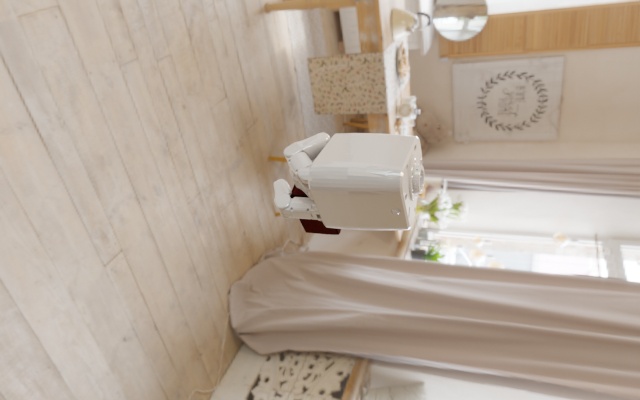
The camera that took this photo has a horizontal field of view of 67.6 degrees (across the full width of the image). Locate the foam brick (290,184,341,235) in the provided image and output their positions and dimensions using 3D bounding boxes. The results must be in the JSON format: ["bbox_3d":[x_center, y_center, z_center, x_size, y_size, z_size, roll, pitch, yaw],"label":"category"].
[{"bbox_3d":[0.000,0.002,0.638,0.051,0.053,0.078,2,-40,22],"label":"foam brick"}]
